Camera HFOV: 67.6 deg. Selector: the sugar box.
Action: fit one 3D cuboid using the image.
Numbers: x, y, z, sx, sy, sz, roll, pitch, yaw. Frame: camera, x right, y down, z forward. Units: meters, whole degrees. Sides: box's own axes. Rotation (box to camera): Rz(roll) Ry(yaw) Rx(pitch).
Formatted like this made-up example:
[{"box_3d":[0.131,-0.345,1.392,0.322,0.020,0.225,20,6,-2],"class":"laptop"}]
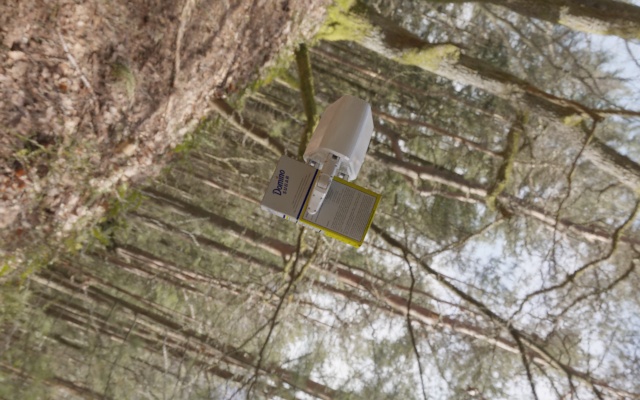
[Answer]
[{"box_3d":[0.000,0.003,0.778,0.176,0.093,0.048,23,-12,1],"class":"sugar box"}]
